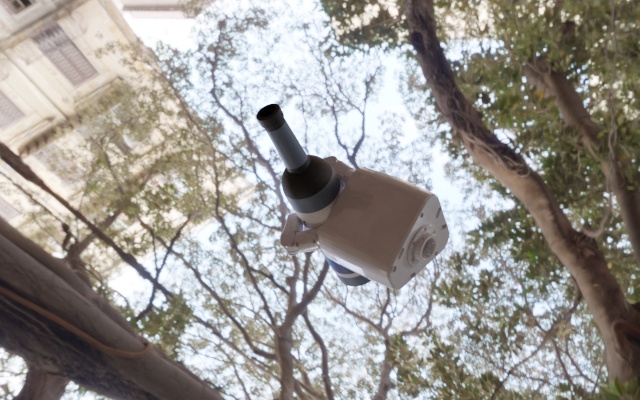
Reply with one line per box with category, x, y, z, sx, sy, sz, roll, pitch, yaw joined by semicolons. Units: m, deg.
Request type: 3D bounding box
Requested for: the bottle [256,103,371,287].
bottle;0.000;0.002;0.594;0.069;0.069;0.296;0;-40;29
